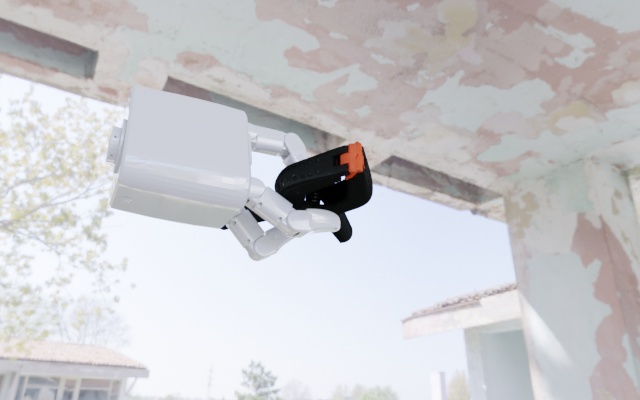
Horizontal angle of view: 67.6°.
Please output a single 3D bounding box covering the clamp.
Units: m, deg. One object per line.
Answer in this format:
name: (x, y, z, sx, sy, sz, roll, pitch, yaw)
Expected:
clamp: (0.000, 0.001, 0.488, 0.164, 0.036, 0.210, 10, -24, -27)
